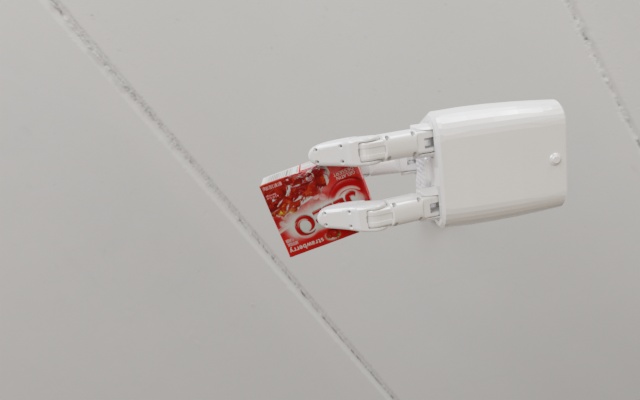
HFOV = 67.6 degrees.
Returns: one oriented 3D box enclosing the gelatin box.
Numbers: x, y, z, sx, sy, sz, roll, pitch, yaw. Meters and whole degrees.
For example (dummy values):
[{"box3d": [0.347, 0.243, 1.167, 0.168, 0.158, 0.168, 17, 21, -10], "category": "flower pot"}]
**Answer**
[{"box3d": [0.000, 0.001, 0.430, 0.089, 0.073, 0.030, -20, 16, 7], "category": "gelatin box"}]
